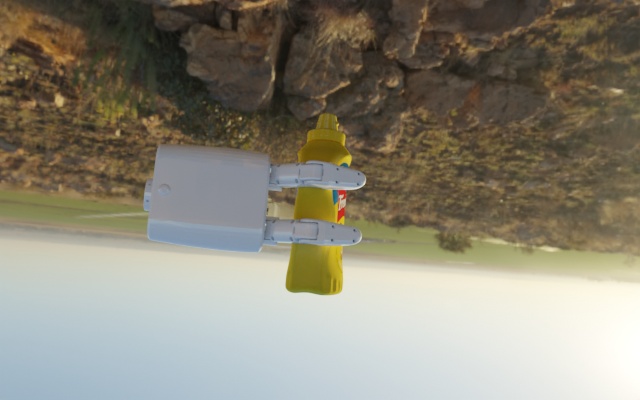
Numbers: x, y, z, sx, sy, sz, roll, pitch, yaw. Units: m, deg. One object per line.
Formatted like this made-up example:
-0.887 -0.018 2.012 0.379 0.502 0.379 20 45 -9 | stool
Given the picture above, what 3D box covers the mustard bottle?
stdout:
0.000 0.002 0.508 0.058 0.191 0.096 3 -8 12 | mustard bottle
